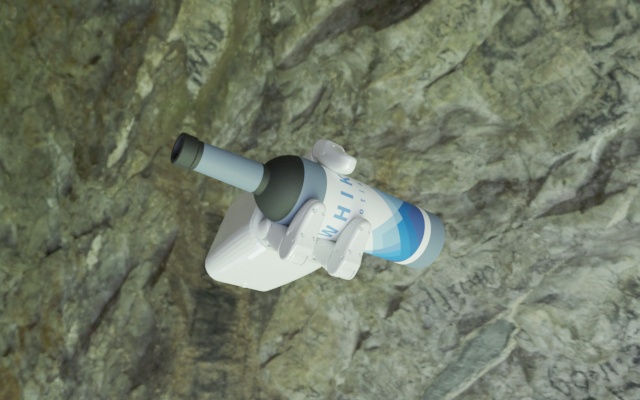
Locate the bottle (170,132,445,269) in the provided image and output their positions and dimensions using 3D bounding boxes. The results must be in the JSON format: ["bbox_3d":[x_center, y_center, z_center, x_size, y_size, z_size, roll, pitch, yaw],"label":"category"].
[{"bbox_3d":[0.000,0.002,0.464,0.296,0.069,0.069,21,-12,-33],"label":"bottle"}]
